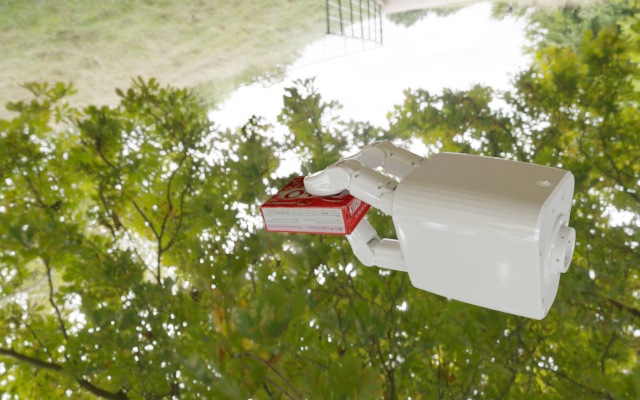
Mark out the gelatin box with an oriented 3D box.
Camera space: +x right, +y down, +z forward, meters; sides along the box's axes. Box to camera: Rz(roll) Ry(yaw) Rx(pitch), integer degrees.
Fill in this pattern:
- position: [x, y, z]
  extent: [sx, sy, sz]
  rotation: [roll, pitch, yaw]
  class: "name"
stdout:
- position: [0.000, 0.002, 0.448]
  extent: [0.089, 0.030, 0.073]
  rotation: [0, 25, 28]
  class: "gelatin box"
